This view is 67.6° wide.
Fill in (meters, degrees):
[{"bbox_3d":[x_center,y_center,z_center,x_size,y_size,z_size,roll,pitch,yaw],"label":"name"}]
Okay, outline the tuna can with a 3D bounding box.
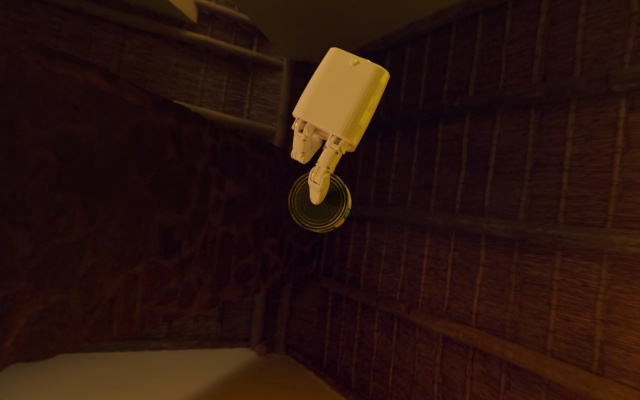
[{"bbox_3d":[0.000,0.002,0.677,0.086,0.086,0.034,0,-9,13],"label":"tuna can"}]
